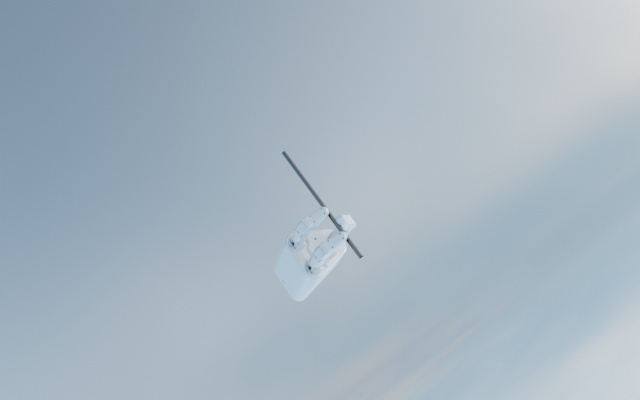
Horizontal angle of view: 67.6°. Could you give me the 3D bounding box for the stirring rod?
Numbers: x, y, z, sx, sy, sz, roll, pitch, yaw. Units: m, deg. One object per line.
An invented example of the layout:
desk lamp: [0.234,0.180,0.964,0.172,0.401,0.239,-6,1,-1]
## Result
stirring rod: [0.000,0.003,0.827,0.011,0.239,0.011,-31,-21,-14]
